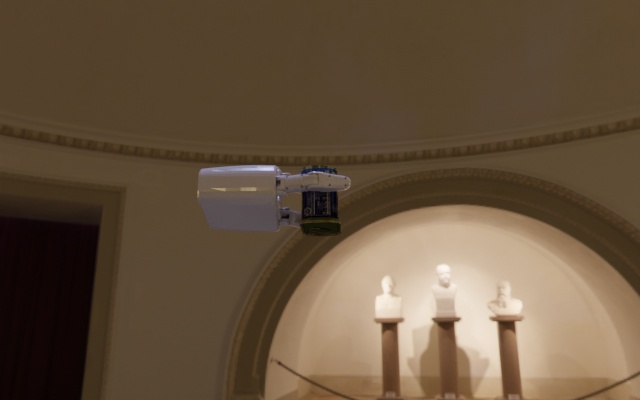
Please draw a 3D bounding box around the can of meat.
[{"bbox_3d":[0.000,0.002,0.700,0.057,0.084,0.102,-2,-15,2],"label":"can of meat"}]
